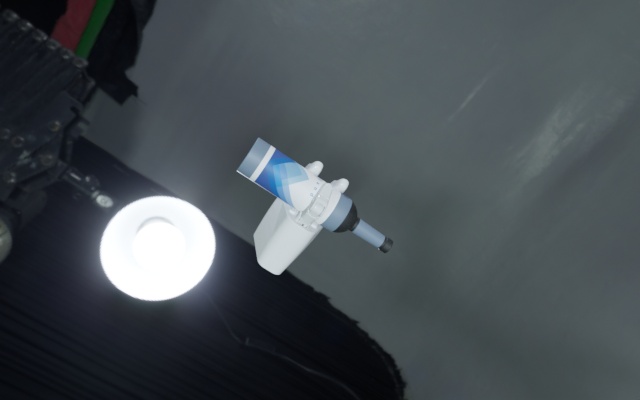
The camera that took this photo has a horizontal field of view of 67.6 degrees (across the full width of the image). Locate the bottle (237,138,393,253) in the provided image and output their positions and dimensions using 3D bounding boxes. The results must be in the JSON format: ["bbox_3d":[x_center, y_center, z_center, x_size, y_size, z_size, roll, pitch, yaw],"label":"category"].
[{"bbox_3d":[0.000,0.002,0.817,0.296,0.069,0.069,33,-7,-11],"label":"bottle"}]
